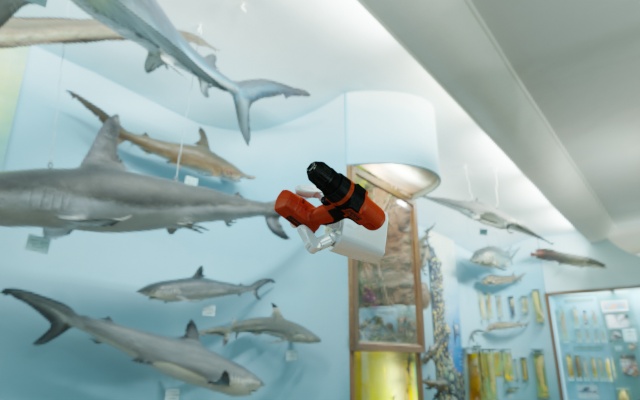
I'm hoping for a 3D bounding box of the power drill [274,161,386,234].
[{"bbox_3d":[0.000,0.003,0.875,0.184,0.057,0.187,40,-31,-30],"label":"power drill"}]
